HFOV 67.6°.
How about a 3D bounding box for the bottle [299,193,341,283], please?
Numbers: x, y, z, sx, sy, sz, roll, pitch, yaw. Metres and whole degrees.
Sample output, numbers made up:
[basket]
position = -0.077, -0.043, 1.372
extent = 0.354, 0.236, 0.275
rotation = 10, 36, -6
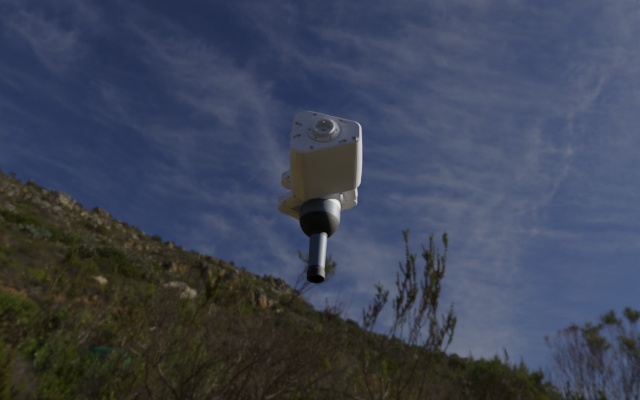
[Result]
[bottle]
position = 0.000, 0.002, 0.804
extent = 0.069, 0.295, 0.069
rotation = 2, -38, 2
